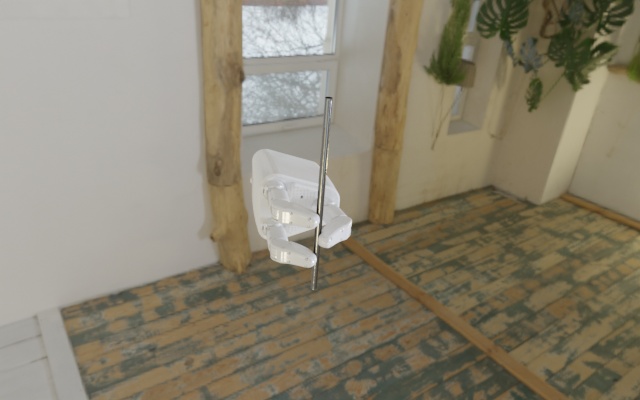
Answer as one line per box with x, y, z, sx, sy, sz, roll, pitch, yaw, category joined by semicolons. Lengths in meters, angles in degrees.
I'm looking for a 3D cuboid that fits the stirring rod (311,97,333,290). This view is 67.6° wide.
0.000;0.002;0.544;0.011;0.240;0.011;4;27;-2;stirring rod
